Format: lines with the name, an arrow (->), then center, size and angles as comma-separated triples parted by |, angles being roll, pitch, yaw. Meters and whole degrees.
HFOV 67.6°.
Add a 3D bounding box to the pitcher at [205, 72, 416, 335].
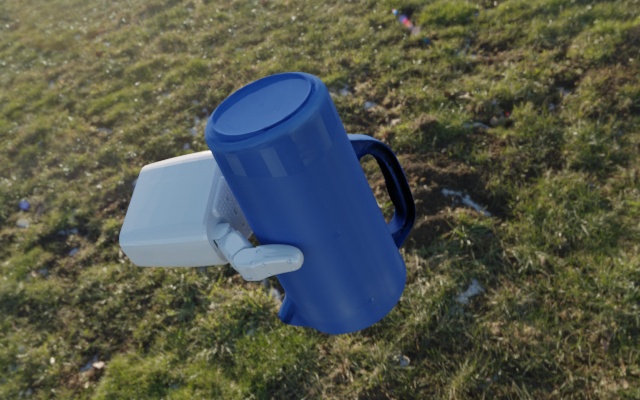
pitcher -> 0.000, 0.002, 0.460 | 0.145, 0.243, 0.149 | -6, 42, 22
